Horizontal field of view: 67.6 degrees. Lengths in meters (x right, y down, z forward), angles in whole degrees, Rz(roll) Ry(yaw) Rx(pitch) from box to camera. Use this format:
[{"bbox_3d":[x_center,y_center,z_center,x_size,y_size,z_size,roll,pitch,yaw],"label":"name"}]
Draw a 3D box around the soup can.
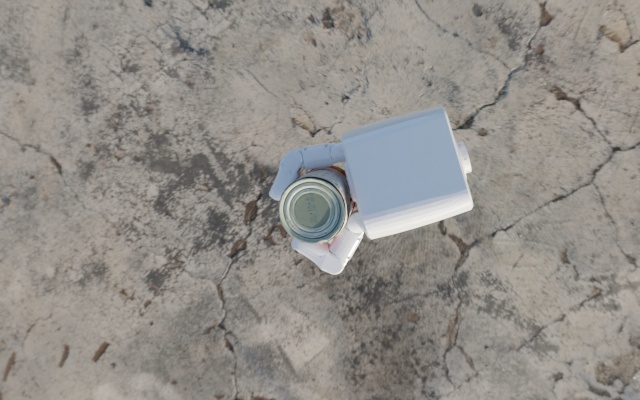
[{"bbox_3d":[0.000,0.002,0.501,0.068,0.068,0.102,0,10,10],"label":"soup can"}]
